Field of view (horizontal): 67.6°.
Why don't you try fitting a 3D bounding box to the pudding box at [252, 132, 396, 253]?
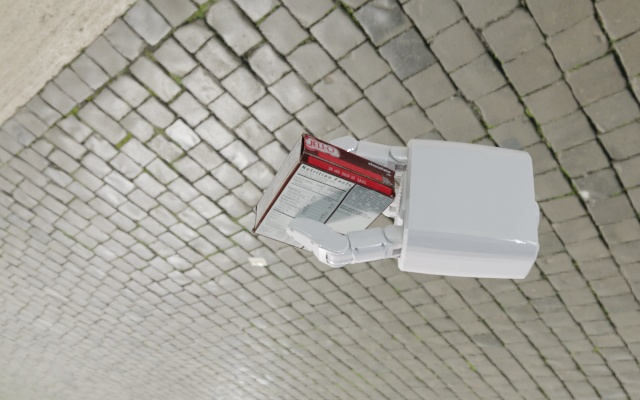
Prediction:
[{"bbox_3d":[0.000,0.002,0.427,0.090,0.039,0.113,21,-45,-17],"label":"pudding box"}]
